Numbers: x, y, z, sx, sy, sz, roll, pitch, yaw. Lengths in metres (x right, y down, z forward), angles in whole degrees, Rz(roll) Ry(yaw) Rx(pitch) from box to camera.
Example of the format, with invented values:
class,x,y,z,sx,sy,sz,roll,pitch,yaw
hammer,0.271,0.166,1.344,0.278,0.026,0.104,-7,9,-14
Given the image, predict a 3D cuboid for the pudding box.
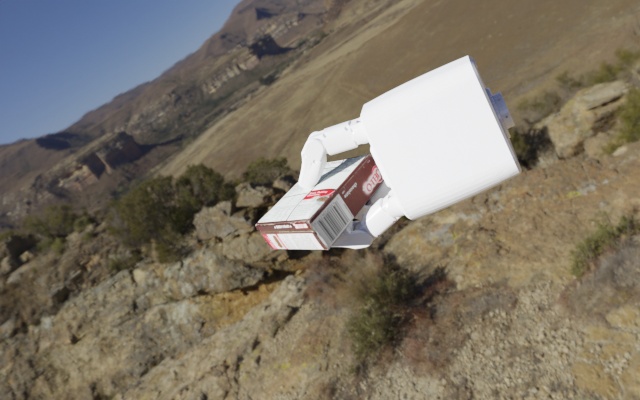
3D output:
class,x,y,z,sx,sy,sz,roll,pitch,yaw
pudding box,0.000,0.001,0.493,0.090,0.039,0.113,-7,31,49
